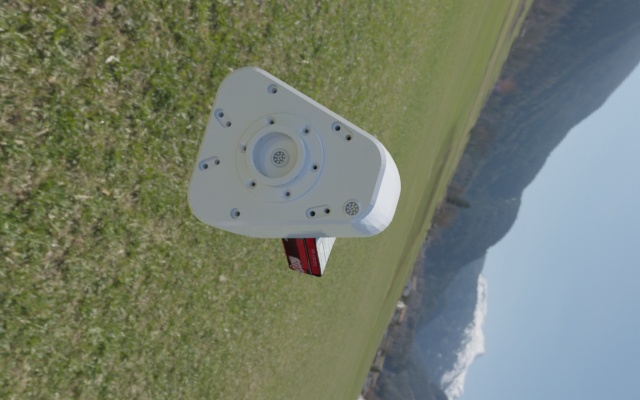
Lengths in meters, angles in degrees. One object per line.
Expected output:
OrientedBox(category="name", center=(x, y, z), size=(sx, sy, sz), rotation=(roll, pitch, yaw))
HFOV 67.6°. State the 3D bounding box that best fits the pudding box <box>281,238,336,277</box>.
OrientedBox(category="pudding box", center=(0.000, 0.001, 0.440), size=(0.039, 0.113, 0.090), rotation=(17, -30, 13))
